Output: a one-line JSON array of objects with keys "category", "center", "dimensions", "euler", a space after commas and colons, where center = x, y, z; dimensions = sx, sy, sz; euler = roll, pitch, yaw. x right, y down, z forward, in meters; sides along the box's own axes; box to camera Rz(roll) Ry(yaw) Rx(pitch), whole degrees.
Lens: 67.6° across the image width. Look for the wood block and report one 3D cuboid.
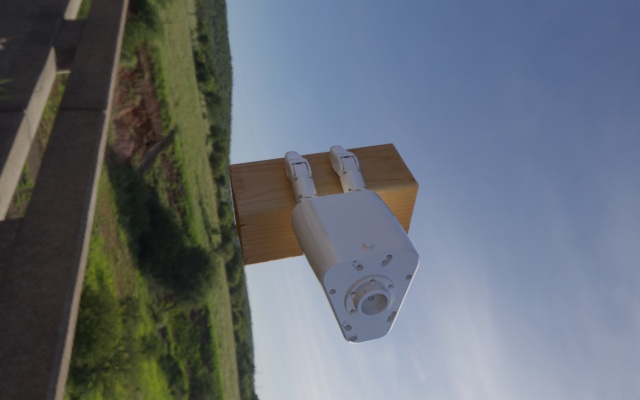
[{"category": "wood block", "center": [0.000, 0.002, 0.581], "dimensions": [0.206, 0.091, 0.090], "euler": [-8, 43, -13]}]
